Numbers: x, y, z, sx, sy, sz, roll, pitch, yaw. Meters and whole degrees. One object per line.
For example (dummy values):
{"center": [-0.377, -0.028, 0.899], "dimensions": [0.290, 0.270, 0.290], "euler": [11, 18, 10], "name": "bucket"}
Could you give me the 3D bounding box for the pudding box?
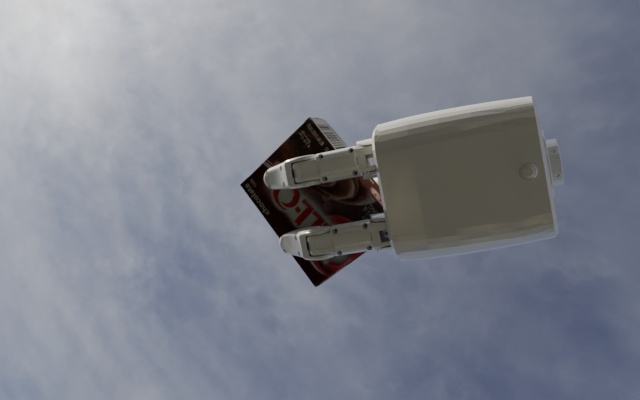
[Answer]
{"center": [0.000, 0.001, 0.401], "dimensions": [0.090, 0.113, 0.039], "euler": [-41, -10, 24], "name": "pudding box"}
